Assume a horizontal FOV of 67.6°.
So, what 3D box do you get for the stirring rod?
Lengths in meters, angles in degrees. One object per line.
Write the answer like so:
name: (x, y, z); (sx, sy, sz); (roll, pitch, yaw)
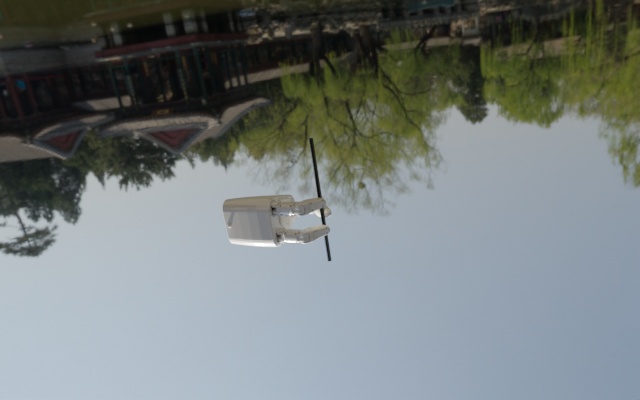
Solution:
stirring rod: (0.000, 0.003, 0.886); (0.011, 0.240, 0.011); (-8, 18, 3)
